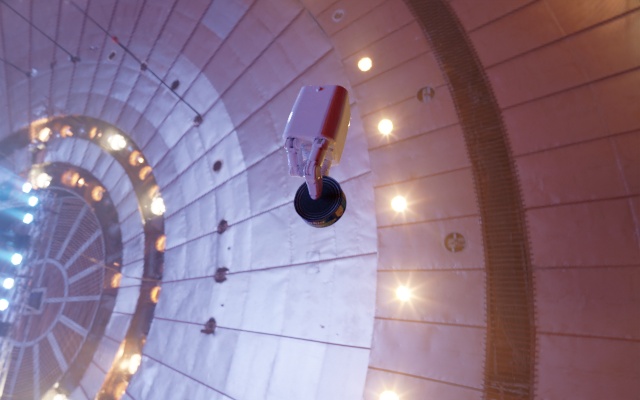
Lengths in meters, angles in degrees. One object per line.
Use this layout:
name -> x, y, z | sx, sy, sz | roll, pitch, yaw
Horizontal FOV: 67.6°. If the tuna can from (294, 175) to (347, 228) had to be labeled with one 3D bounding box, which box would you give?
tuna can -> 0.000, 0.003, 0.807 | 0.086, 0.086, 0.034 | 0, -27, 22
